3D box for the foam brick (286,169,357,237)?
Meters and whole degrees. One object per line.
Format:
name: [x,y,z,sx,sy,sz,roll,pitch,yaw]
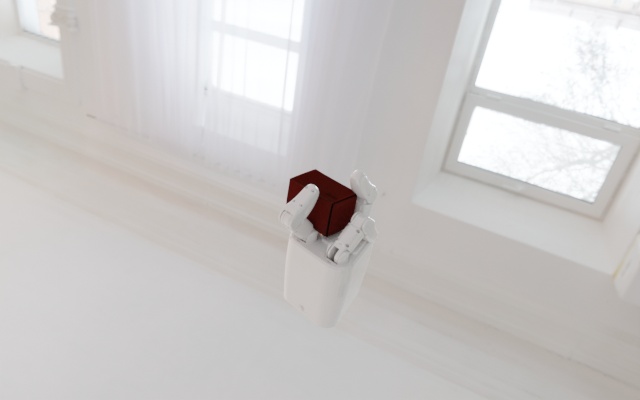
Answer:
foam brick: [0.000,0.002,0.626,0.078,0.051,0.053,32,36,33]
